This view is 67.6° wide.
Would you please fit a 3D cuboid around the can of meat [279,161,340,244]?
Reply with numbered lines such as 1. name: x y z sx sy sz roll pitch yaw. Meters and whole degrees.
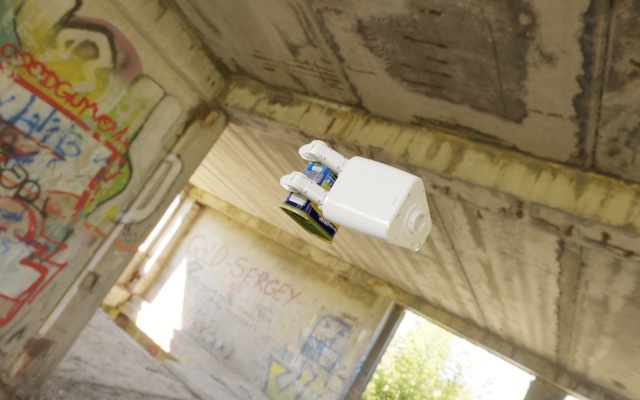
1. can of meat: 0.000 0.002 0.706 0.057 0.084 0.102 20 -17 43
